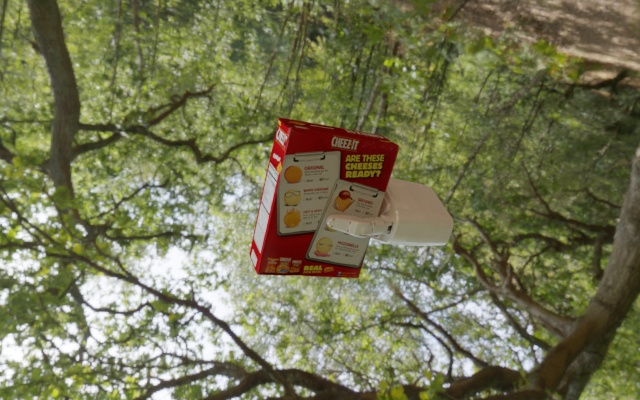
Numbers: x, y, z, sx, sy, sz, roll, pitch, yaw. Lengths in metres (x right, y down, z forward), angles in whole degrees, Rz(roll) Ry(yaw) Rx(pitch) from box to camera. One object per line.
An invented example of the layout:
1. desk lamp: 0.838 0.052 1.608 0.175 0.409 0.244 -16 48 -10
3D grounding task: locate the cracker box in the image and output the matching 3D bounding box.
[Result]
1. cracker box: 0.000 0.002 0.684 0.164 0.214 0.072 6 20 -24
